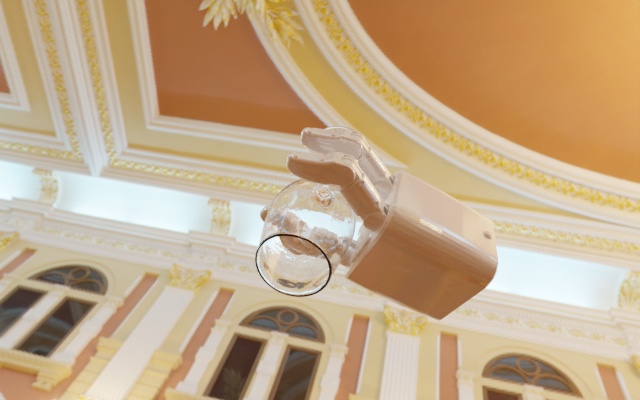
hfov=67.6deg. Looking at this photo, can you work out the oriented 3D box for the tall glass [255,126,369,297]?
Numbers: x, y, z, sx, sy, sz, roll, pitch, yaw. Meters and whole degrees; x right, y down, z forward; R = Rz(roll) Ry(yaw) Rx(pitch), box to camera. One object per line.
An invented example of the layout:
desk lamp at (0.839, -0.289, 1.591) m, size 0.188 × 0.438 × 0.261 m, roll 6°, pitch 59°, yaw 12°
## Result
tall glass at (0.000, 0.001, 0.452) m, size 0.079 × 0.079 × 0.201 m, roll 0°, pitch 30°, yaw 15°
